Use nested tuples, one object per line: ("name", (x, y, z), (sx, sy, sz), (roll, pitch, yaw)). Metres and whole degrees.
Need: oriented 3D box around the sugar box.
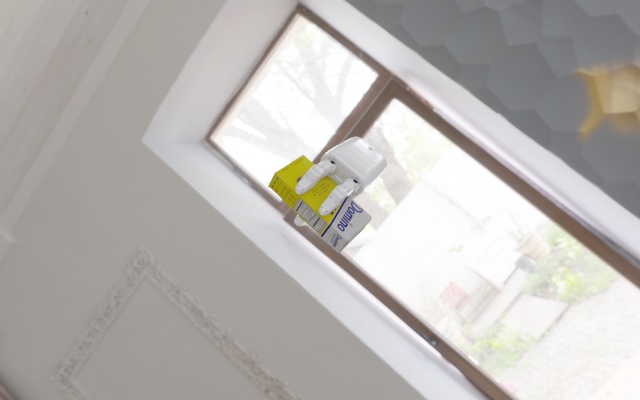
("sugar box", (0.000, 0.002, 0.849), (0.093, 0.176, 0.048), (-39, -15, -46))
